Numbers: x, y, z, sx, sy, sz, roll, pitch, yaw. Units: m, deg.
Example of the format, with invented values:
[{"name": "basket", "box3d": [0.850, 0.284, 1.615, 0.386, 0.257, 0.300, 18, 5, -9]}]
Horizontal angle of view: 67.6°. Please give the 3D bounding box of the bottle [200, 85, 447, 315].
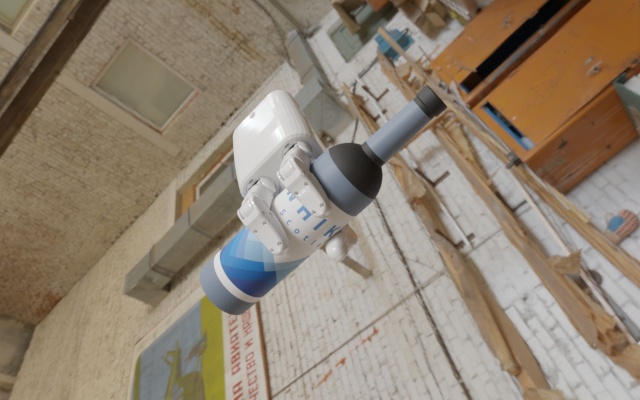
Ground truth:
[{"name": "bottle", "box3d": [0.000, 0.002, 0.468, 0.296, 0.069, 0.069, -42, -16, 18]}]
